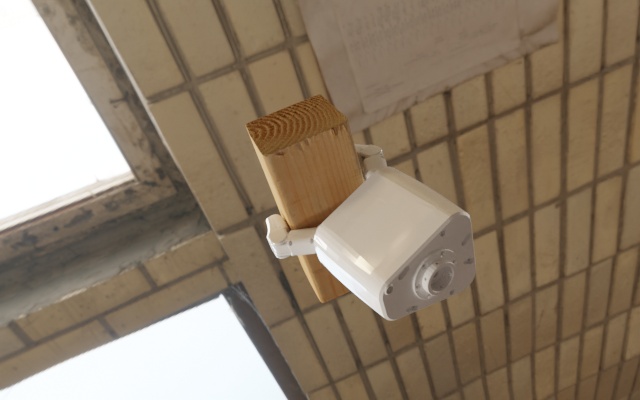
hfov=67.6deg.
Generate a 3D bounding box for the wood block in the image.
[{"bbox_3d":[0.000,0.002,0.536,0.091,0.206,0.090,-23,34,-8],"label":"wood block"}]
